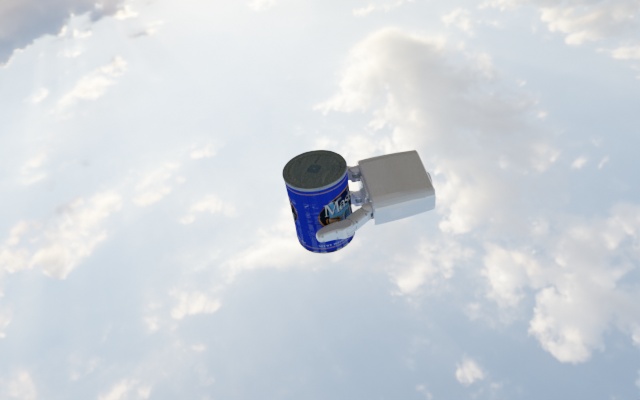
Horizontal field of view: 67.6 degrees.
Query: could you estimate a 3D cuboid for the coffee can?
[{"bbox_3d":[0.000,0.003,0.786,0.103,0.140,0.102,-6,39,5],"label":"coffee can"}]
